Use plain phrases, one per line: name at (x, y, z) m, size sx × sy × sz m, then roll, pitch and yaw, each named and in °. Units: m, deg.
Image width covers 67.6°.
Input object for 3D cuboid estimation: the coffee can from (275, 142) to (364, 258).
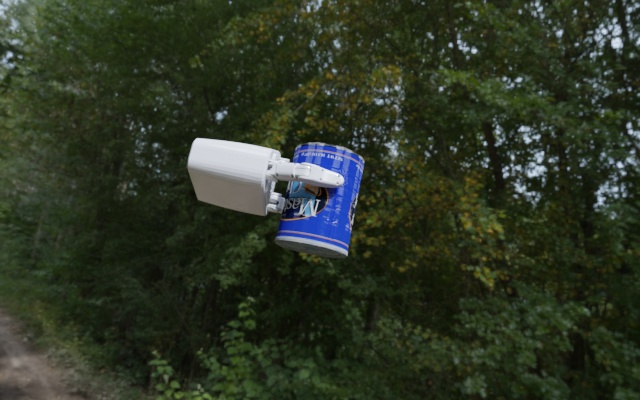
coffee can at (0.000, 0.002, 0.676) m, size 0.103 × 0.140 × 0.103 m, roll 11°, pitch -13°, yaw 3°
